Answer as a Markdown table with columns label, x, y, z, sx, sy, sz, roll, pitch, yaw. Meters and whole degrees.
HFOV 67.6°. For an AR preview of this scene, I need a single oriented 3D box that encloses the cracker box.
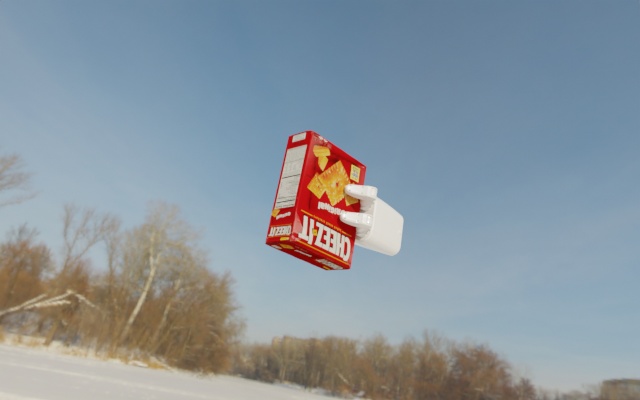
| label | x | y | z | sx | sy | sz | roll | pitch | yaw |
| --- | --- | --- | --- | --- | --- | --- | --- | --- | --- |
| cracker box | 0.000 | 0.003 | 0.877 | 0.072 | 0.213 | 0.164 | -10 | -29 | 42 |
